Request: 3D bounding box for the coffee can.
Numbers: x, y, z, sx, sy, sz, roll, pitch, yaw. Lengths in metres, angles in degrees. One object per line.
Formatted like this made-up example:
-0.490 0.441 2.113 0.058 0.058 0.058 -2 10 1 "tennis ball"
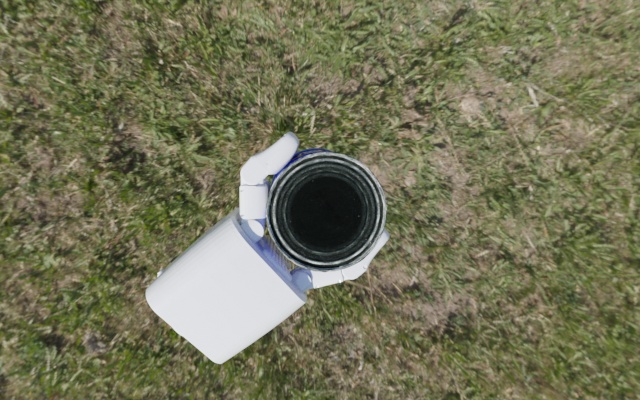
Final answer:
0.000 0.001 0.467 0.103 0.103 0.140 0 7 -4 "coffee can"
